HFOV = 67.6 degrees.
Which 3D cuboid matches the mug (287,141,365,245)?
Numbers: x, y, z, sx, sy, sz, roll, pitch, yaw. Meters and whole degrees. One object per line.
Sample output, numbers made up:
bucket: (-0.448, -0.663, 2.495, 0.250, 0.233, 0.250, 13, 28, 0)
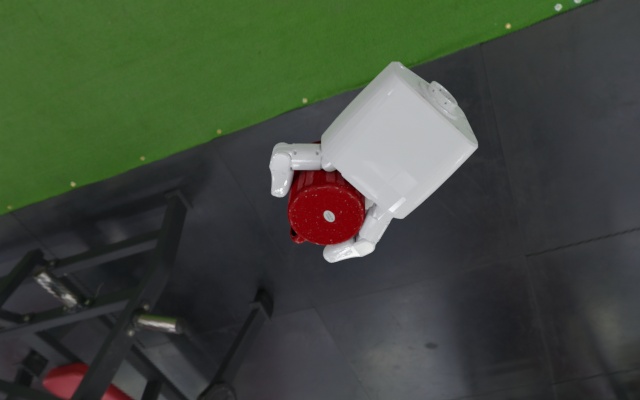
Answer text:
mug: (-0.001, 0.003, 0.528, 0.093, 0.117, 0.081, 31, 31, -19)
